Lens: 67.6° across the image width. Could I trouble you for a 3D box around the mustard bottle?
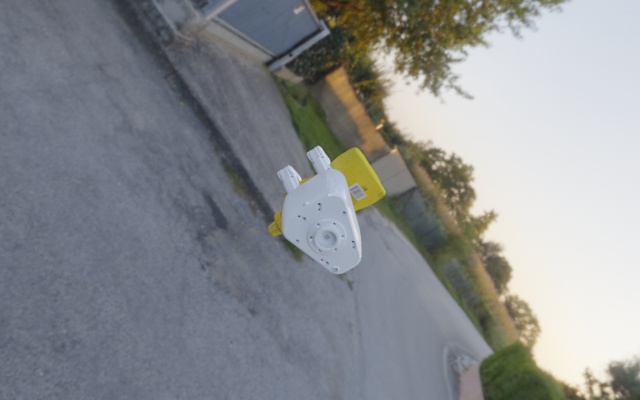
[{"bbox_3d":[0.000,0.002,0.754,0.191,0.058,0.096,-31,-49,10],"label":"mustard bottle"}]
